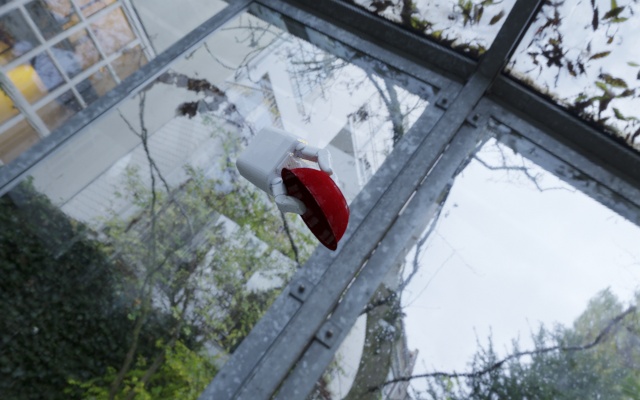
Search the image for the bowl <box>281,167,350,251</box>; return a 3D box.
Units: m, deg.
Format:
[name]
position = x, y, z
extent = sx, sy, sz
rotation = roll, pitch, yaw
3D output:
[bowl]
position = 0.001, 0.003, 0.797
extent = 0.055, 0.162, 0.162
rotation = -32, 9, -14
